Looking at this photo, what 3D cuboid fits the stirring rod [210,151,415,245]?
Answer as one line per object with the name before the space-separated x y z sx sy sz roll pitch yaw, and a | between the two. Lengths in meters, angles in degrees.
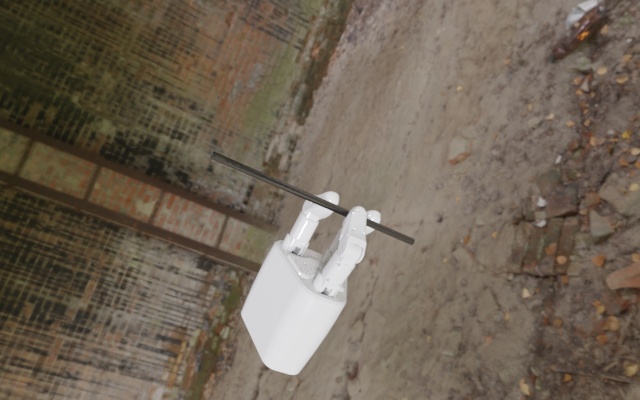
stirring rod | 0.000 0.002 0.498 0.239 0.011 0.011 24 -8 -20
